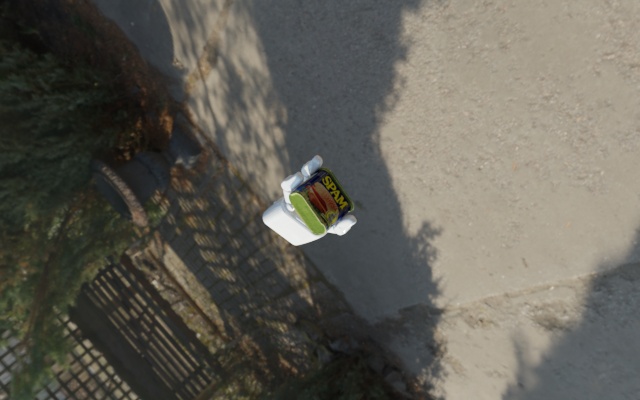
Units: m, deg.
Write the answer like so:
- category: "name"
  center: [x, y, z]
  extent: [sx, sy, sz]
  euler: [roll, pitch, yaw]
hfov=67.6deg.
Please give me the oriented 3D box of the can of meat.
- category: "can of meat"
  center: [0.000, 0.003, 0.894]
  extent: [0.084, 0.102, 0.057]
  euler: [-41, 11, -33]
